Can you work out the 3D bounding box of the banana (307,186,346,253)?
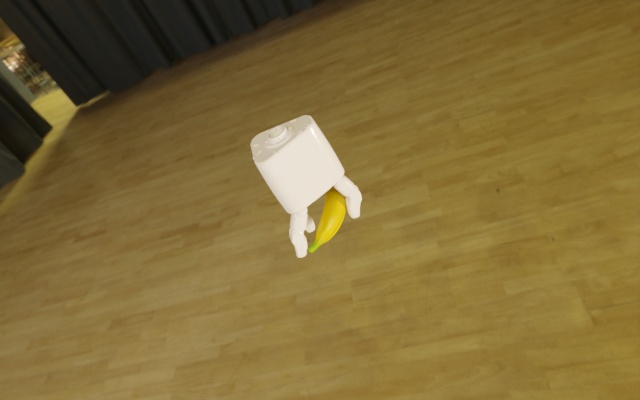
[{"bbox_3d":[0.016,0.000,0.836,0.069,0.197,0.037,-17,-51,26],"label":"banana"}]
